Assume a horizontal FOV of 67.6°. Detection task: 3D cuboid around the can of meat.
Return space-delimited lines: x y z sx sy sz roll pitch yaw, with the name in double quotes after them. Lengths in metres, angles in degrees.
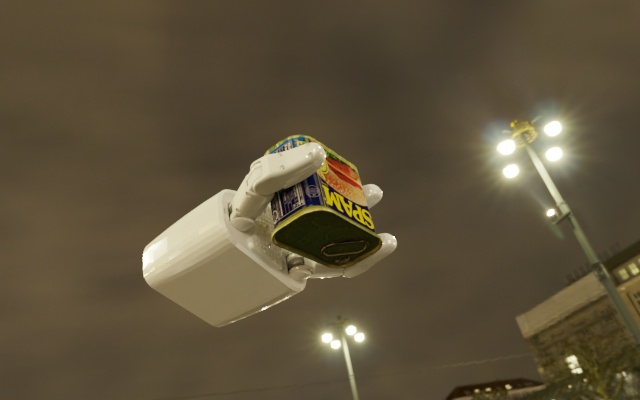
0.000 0.001 0.412 0.057 0.084 0.102 -33 -39 26 "can of meat"
